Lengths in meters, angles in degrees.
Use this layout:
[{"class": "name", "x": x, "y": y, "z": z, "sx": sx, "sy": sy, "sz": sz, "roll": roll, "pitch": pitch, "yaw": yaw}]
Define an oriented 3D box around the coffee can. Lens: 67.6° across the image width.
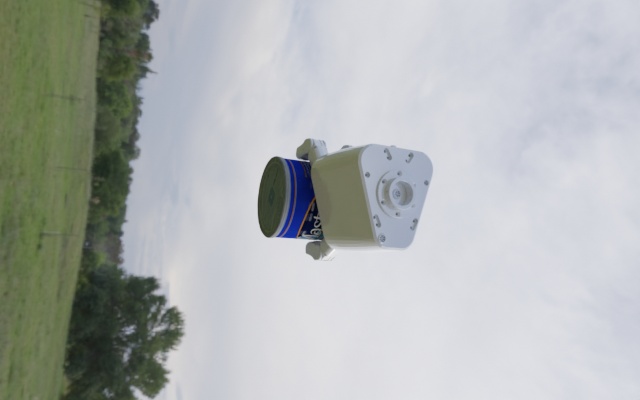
[{"class": "coffee can", "x": 0.000, "y": 0.002, "z": 0.624, "sx": 0.140, "sy": 0.103, "sz": 0.103, "roll": 6, "pitch": -3, "yaw": -25}]
